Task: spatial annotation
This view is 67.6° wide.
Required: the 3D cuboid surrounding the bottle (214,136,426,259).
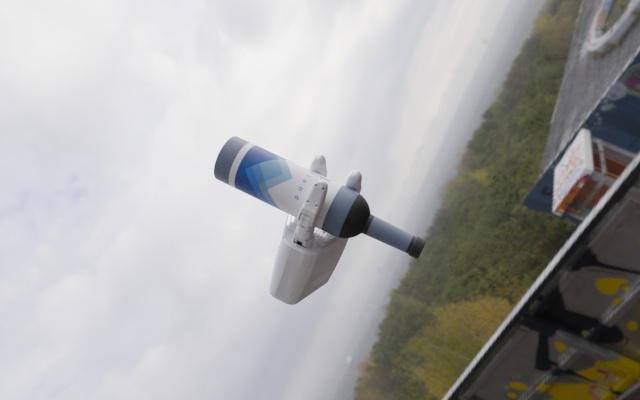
[{"bbox_3d":[0.000,0.002,0.643,0.295,0.069,0.069,25,4,9],"label":"bottle"}]
